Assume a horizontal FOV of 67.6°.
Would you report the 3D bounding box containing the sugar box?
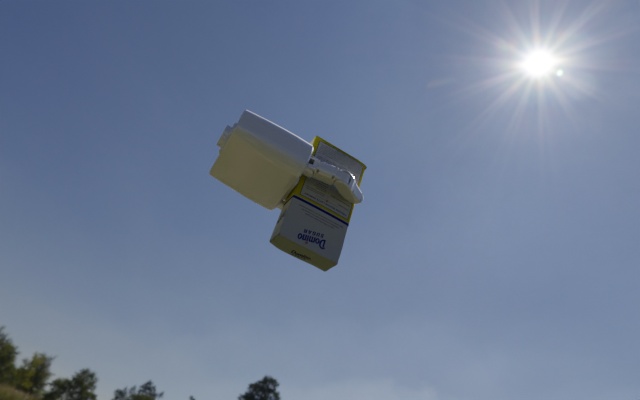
[{"bbox_3d":[0.000,0.002,0.680,0.093,0.176,0.048,29,-32,-14],"label":"sugar box"}]
